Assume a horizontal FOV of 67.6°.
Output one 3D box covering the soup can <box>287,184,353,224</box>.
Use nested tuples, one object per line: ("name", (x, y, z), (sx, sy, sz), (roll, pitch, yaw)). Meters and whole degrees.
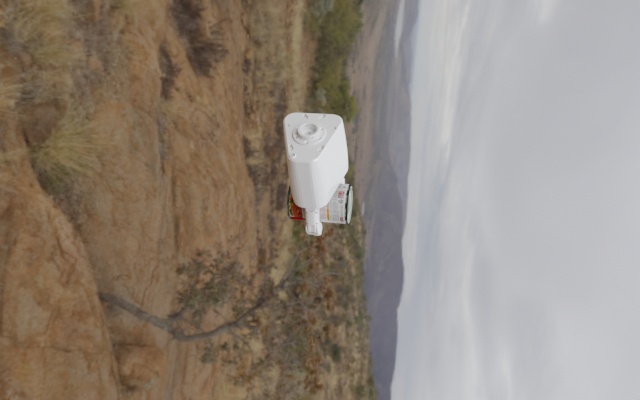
("soup can", (0.000, 0.003, 0.812), (0.102, 0.068, 0.068), (4, 1, 10))
